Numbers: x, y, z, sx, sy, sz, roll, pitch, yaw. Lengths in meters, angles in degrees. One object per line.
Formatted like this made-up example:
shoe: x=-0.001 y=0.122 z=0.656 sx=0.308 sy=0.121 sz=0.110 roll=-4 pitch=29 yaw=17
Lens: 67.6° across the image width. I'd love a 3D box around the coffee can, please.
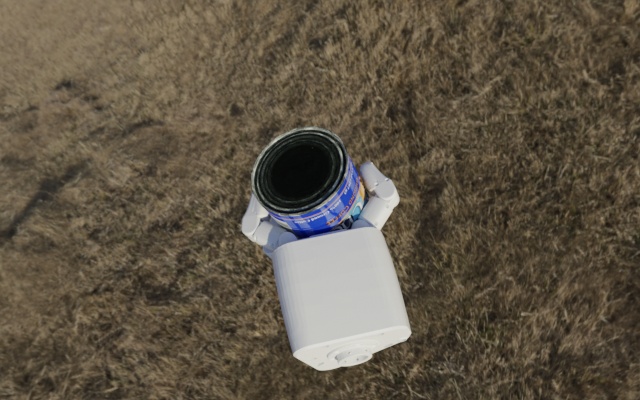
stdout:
coffee can: x=0.000 y=0.002 z=0.523 sx=0.103 sy=0.102 sz=0.140 roll=0 pitch=-28 yaw=21
